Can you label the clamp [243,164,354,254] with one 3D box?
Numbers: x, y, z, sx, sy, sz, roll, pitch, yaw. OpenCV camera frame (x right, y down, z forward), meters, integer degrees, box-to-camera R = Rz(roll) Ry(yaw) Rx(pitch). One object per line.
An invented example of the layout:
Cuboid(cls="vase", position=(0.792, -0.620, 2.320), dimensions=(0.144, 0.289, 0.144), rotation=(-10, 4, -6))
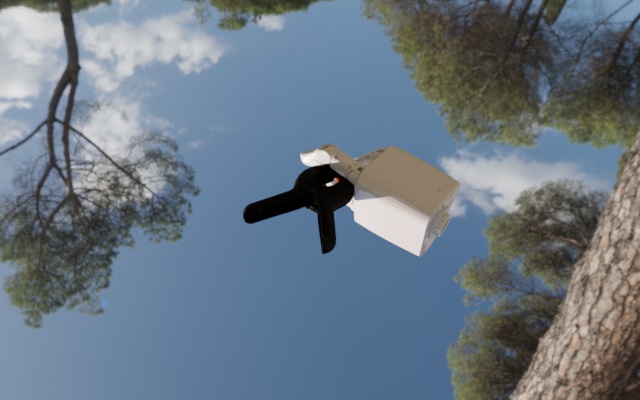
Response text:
Cuboid(cls="clamp", position=(0.000, 0.002, 0.604), dimensions=(0.120, 0.039, 0.171), rotation=(31, 47, 22))
